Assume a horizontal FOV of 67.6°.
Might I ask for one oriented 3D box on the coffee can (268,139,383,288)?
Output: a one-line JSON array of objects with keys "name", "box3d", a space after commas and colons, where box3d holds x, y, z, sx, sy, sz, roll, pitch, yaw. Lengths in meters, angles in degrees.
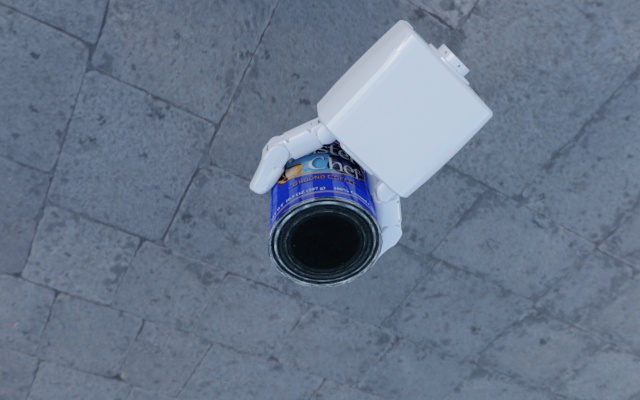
[{"name": "coffee can", "box3d": [0.000, 0.002, 0.479, 0.103, 0.103, 0.140, 0, 34, -4]}]
